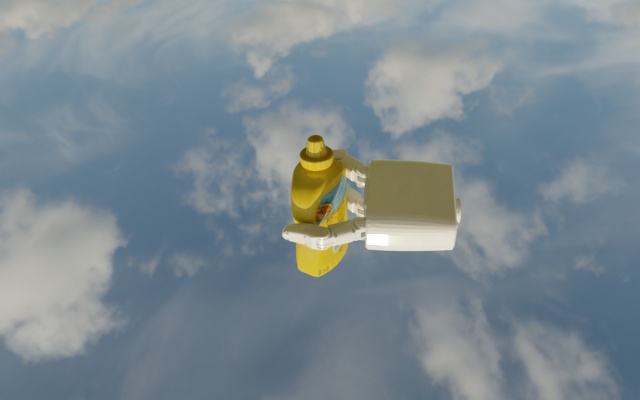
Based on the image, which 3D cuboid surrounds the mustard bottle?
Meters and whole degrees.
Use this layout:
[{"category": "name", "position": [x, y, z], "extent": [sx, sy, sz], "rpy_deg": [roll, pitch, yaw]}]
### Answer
[{"category": "mustard bottle", "position": [0.000, 0.002, 0.618], "extent": [0.058, 0.192, 0.096], "rpy_deg": [19, 44, 26]}]
